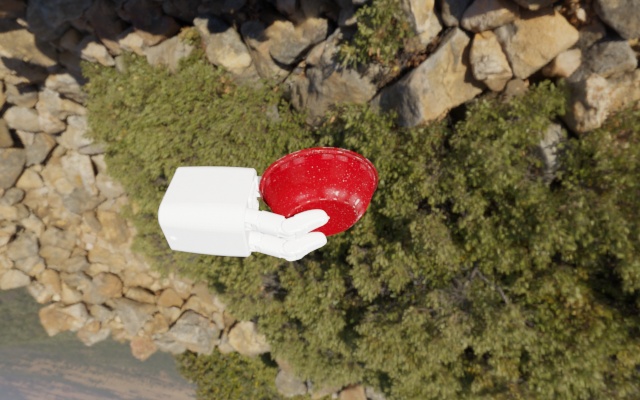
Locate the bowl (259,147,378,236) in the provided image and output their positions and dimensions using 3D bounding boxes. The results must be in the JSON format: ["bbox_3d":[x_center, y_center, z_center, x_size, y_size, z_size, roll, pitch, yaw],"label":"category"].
[{"bbox_3d":[0.001,0.002,0.630,0.162,0.055,0.162,-4,-34,-3],"label":"bowl"}]
